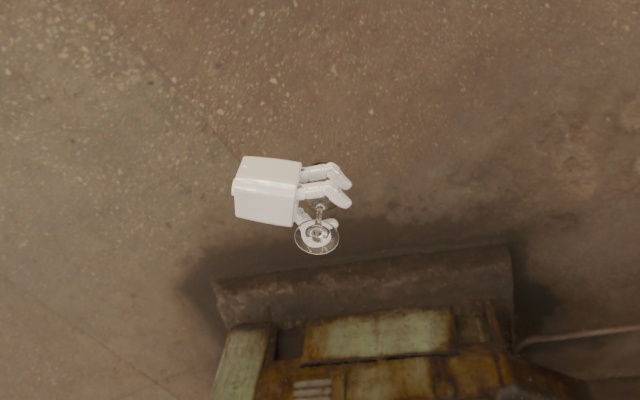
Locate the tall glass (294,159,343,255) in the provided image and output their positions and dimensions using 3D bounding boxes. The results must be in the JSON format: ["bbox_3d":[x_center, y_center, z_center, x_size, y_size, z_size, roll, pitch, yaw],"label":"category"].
[{"bbox_3d":[0.000,0.003,0.860,0.079,0.079,0.201,0,36,5],"label":"tall glass"}]
